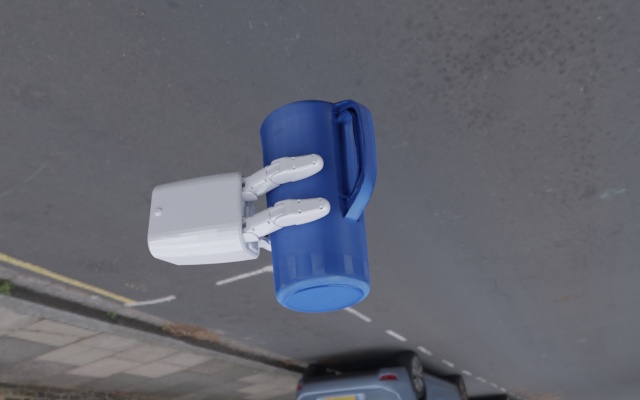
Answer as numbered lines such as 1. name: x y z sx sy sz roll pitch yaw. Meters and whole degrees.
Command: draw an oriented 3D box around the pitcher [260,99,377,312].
1. pitcher: 0.000 0.002 0.584 0.145 0.242 0.149 -7 -30 1
